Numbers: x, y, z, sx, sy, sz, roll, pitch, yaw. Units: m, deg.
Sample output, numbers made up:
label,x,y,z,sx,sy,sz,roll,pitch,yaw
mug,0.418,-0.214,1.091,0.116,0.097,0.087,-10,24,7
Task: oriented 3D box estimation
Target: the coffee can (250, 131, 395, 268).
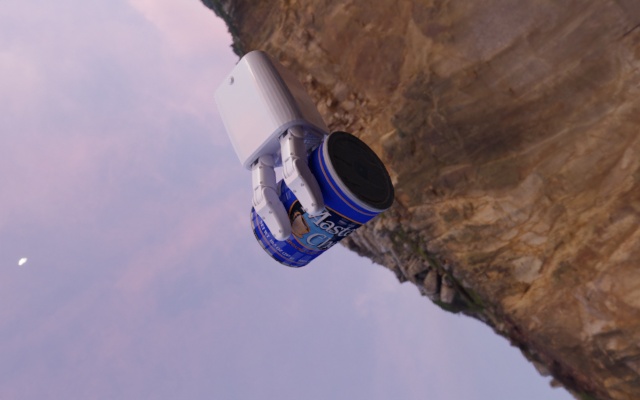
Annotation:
label,x,y,z,sx,sy,sz,roll,pitch,yaw
coffee can,0.000,0.002,0.556,0.103,0.102,0.140,0,-31,-49
